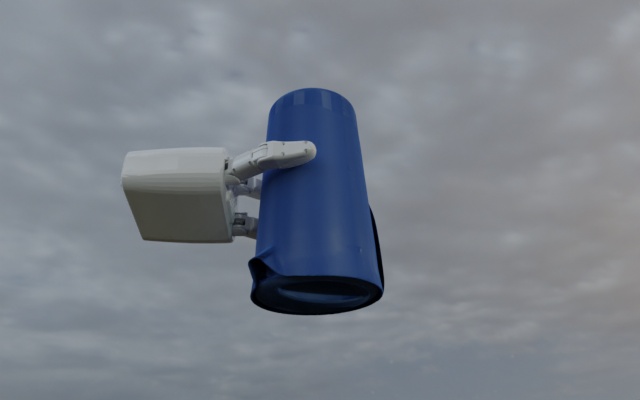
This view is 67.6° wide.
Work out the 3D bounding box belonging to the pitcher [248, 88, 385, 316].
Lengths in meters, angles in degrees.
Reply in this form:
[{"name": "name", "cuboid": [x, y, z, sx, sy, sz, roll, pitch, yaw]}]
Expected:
[{"name": "pitcher", "cuboid": [0.000, 0.002, 0.540, 0.145, 0.242, 0.149, -1, -29, 0]}]
